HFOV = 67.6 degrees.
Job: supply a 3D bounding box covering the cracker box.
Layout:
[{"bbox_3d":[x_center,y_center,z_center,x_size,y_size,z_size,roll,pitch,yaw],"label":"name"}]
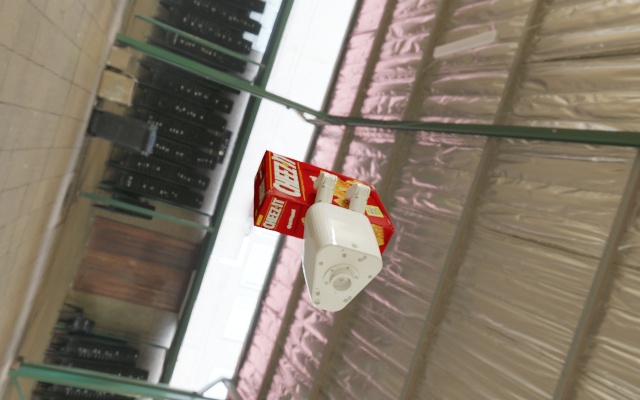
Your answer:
[{"bbox_3d":[0.000,0.003,0.795,0.214,0.072,0.164,17,25,-16],"label":"cracker box"}]
